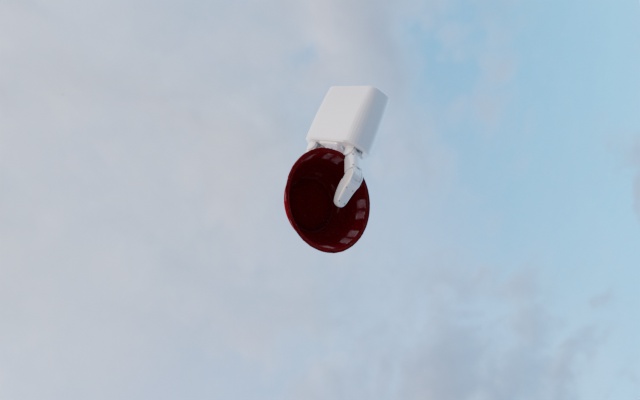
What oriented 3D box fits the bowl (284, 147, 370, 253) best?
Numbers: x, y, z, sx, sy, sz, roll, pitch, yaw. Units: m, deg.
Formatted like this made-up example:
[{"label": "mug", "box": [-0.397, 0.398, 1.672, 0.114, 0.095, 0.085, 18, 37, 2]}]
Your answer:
[{"label": "bowl", "box": [-0.001, 0.004, 0.740, 0.162, 0.162, 0.055, 0, -8, -37]}]
